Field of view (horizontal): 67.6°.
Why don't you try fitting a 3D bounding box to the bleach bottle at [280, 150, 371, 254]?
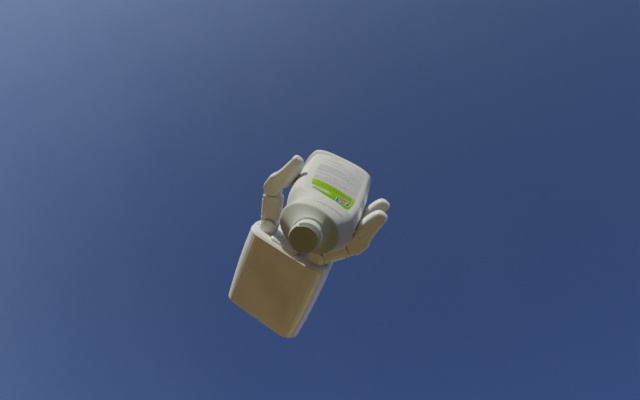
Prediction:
[{"bbox_3d":[0.000,0.002,0.569,0.102,0.068,0.250,25,18,4],"label":"bleach bottle"}]
